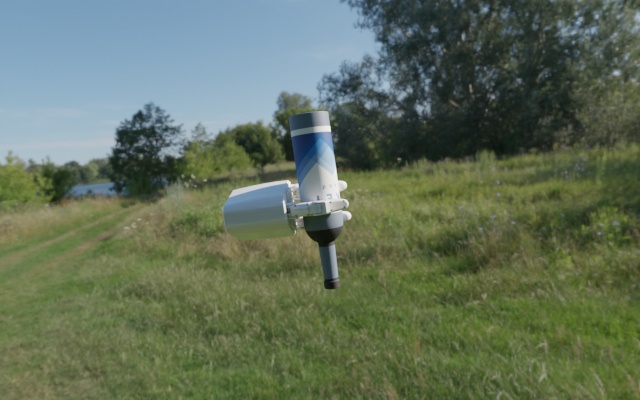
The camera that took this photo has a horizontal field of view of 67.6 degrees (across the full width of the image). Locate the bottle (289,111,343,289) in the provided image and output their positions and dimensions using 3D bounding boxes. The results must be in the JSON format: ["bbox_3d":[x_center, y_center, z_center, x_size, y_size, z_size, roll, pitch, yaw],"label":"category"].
[{"bbox_3d":[0.000,0.002,0.804,0.069,0.296,0.069,-8,4,1],"label":"bottle"}]
